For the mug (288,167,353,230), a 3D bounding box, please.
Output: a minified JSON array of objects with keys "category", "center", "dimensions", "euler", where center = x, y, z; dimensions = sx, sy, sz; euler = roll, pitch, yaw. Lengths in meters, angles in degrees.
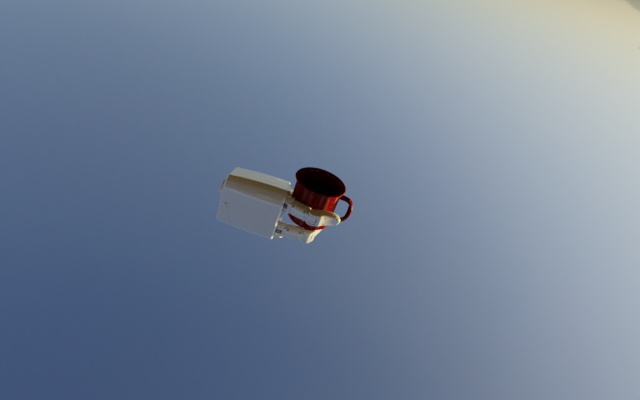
[{"category":"mug","center":[0.001,0.003,0.858],"dimensions":[0.117,0.081,0.093],"euler":[19,31,-3]}]
